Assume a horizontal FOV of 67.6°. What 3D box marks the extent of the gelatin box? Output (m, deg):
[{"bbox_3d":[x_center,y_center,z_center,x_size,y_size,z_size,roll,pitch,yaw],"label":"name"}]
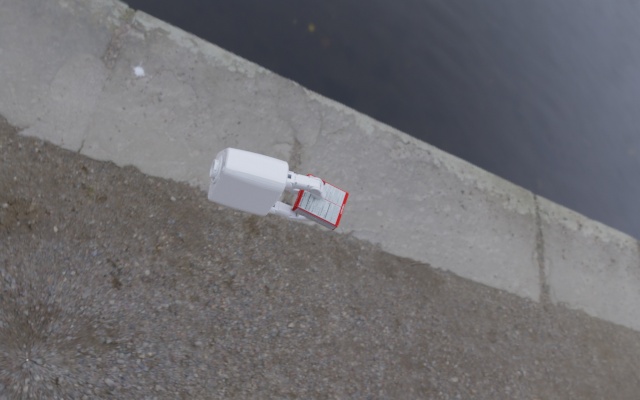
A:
[{"bbox_3d":[0.001,0.003,0.879,0.089,0.073,0.030,26,-26,-13],"label":"gelatin box"}]
